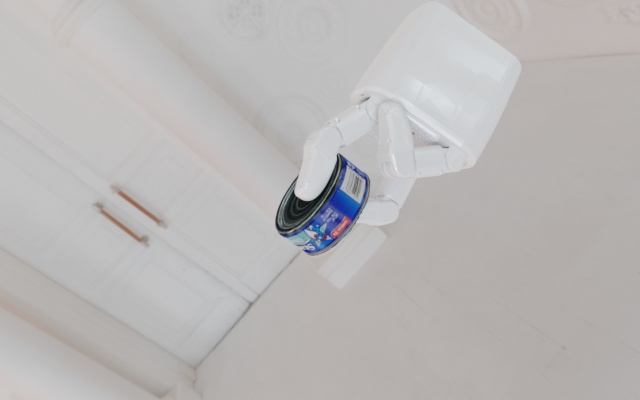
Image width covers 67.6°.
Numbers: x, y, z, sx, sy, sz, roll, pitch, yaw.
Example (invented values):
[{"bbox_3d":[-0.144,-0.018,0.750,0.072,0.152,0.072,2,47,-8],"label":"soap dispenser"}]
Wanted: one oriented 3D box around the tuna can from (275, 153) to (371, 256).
[{"bbox_3d":[0.000,0.001,0.403,0.034,0.086,0.086,37,-17,-24],"label":"tuna can"}]
